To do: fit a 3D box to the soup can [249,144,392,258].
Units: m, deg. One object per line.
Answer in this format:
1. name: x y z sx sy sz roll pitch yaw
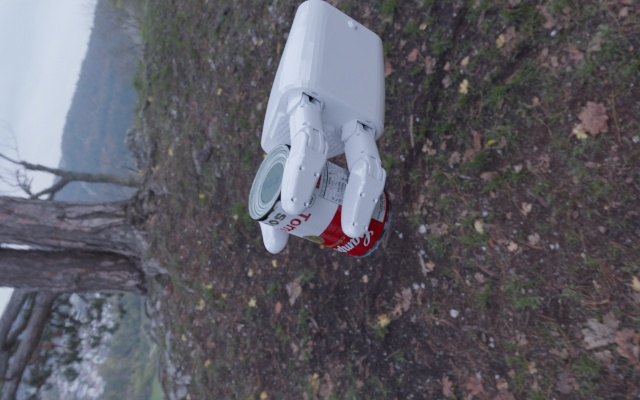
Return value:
1. soup can: 0.000 0.002 0.402 0.102 0.068 0.068 22 -11 -27
